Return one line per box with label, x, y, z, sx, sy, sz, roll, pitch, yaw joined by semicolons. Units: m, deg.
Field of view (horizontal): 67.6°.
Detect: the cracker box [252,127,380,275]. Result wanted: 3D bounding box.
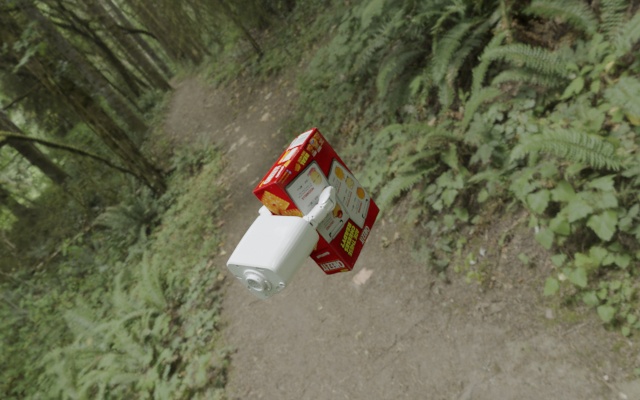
cracker box;0.000;0.003;0.865;0.072;0.214;0.164;-19;29;42
